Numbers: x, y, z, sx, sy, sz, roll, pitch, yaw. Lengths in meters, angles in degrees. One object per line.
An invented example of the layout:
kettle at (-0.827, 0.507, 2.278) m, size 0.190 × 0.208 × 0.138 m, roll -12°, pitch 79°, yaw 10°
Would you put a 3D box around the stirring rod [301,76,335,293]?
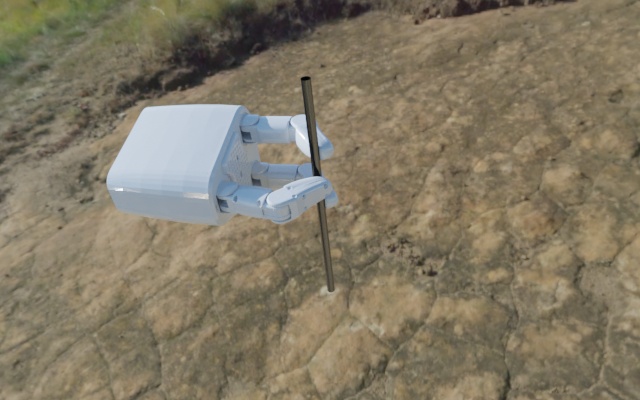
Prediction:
stirring rod at (0.000, 0.002, 0.436) m, size 0.011 × 0.240 × 0.011 m, roll -4°, pitch 38°, yaw 3°
